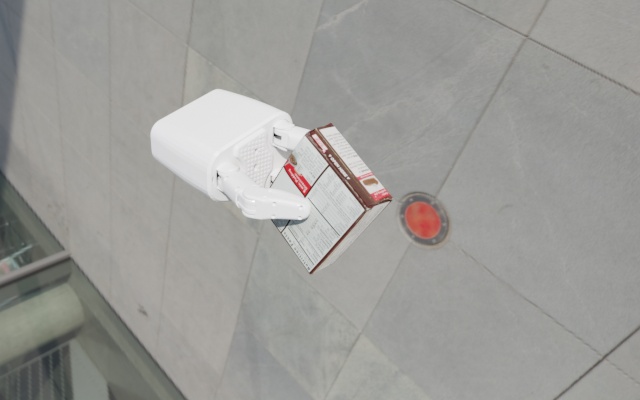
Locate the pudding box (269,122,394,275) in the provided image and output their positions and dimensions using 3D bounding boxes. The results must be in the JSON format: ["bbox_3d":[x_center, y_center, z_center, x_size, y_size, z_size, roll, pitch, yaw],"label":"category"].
[{"bbox_3d":[0.000,0.001,0.434,0.039,0.090,0.113,-24,-20,-42],"label":"pudding box"}]
